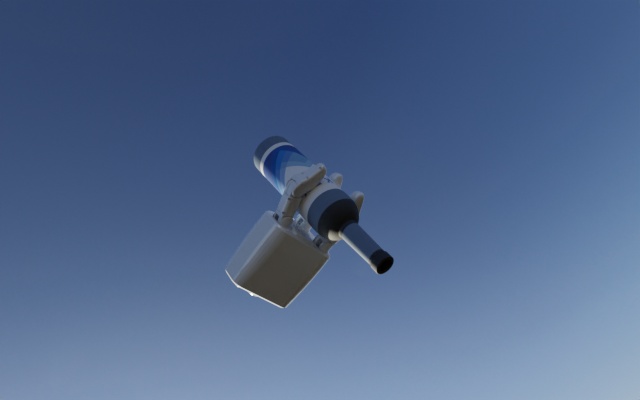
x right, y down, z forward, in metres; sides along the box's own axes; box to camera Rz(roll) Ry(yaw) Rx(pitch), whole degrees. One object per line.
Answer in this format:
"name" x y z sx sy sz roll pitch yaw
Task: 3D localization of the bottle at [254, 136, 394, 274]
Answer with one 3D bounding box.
"bottle" 0.000 0.002 0.676 0.069 0.069 0.295 0 32 -39
